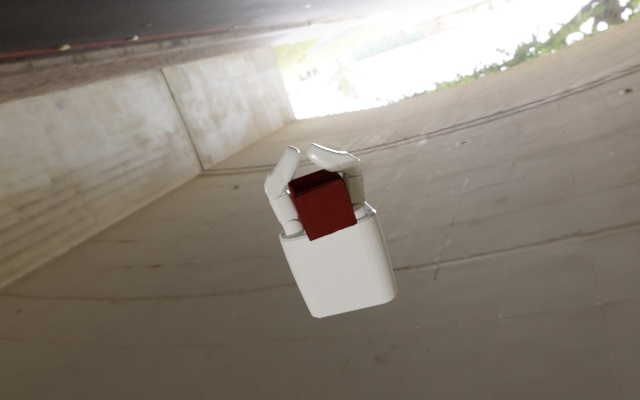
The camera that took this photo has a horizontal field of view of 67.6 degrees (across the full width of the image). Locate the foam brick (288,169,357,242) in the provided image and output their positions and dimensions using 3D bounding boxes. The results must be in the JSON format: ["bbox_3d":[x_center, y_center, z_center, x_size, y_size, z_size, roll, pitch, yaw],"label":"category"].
[{"bbox_3d":[0.000,0.002,0.502,0.053,0.051,0.078,-19,15,-4],"label":"foam brick"}]
